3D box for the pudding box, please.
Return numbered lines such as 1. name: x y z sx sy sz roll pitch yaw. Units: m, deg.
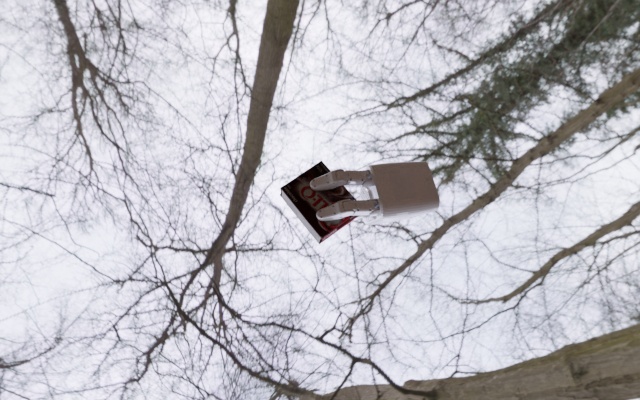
1. pudding box: 0.000 0.003 0.799 0.090 0.113 0.039 -35 -17 -21
